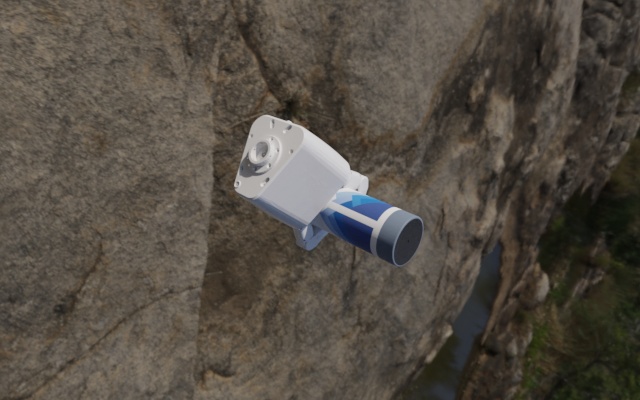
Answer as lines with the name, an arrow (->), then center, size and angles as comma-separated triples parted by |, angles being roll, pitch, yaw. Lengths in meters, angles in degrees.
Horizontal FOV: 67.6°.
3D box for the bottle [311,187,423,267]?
bottle -> 0.000, 0.002, 0.669 | 0.295, 0.069, 0.069 | 24, 15, 37
